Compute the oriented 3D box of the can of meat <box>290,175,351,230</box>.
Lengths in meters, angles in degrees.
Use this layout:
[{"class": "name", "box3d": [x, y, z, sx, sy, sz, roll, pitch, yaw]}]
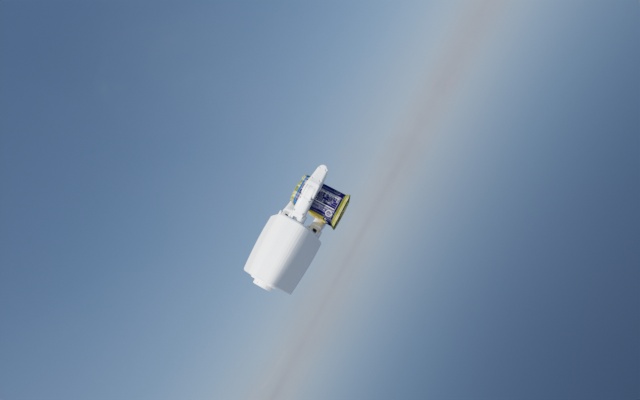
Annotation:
[{"class": "can of meat", "box3d": [0.000, 0.002, 0.808, 0.084, 0.057, 0.102, 28, -7, 6]}]
